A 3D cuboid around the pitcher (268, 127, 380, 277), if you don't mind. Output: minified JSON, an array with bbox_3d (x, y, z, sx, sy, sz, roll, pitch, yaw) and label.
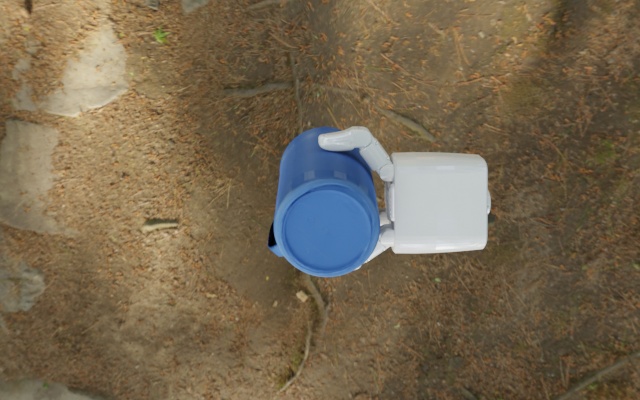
[{"bbox_3d":[0.000,0.002,0.587,0.145,0.149,0.242,-1,18,1],"label":"pitcher"}]
